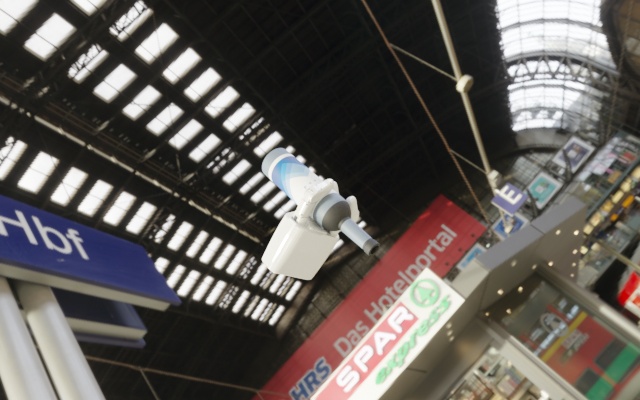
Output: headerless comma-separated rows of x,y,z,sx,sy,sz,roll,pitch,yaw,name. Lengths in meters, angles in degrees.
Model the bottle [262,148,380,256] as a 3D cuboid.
0.000,0.003,0.896,0.069,0.069,0.295,0,34,-49,bottle
